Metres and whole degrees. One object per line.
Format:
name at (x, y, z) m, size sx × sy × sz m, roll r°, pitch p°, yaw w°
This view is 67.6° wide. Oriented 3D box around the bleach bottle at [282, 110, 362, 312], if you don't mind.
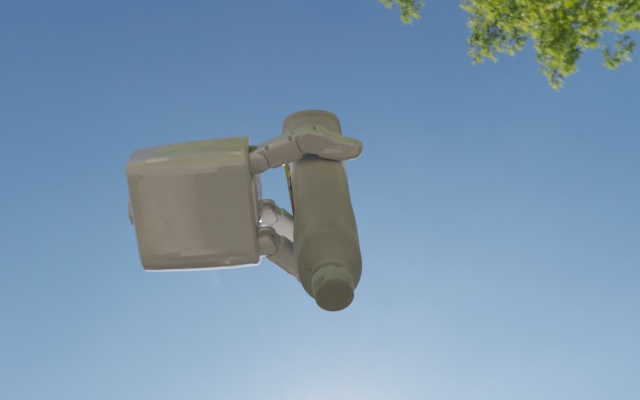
bleach bottle at (0.000, 0.002, 0.441) m, size 0.068 × 0.103 × 0.250 m, roll -5°, pitch 28°, yaw -3°
